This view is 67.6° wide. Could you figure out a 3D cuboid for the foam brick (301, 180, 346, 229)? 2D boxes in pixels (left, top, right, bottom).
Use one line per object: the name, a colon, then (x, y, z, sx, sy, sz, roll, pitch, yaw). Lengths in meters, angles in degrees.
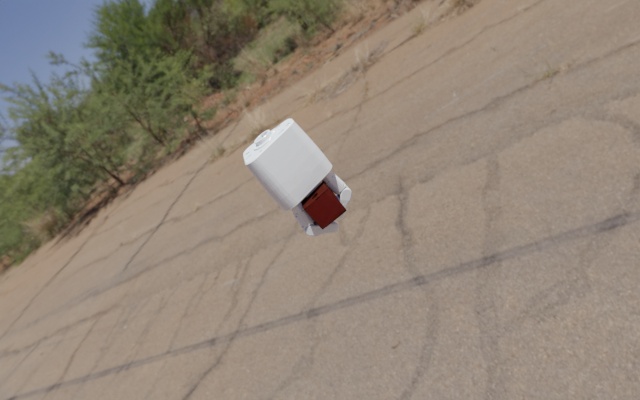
foam brick: (0.000, 0.003, 0.804, 0.053, 0.051, 0.078, -40, 23, 3)
